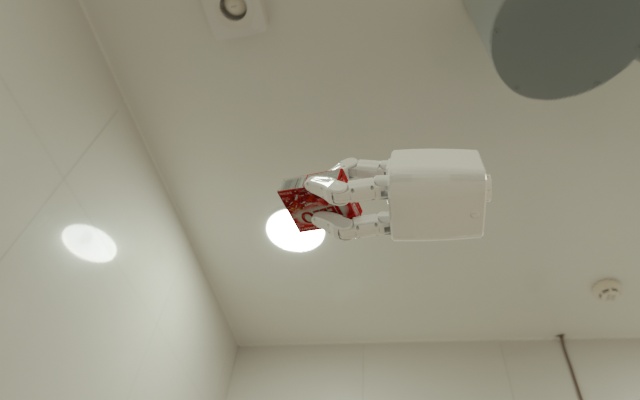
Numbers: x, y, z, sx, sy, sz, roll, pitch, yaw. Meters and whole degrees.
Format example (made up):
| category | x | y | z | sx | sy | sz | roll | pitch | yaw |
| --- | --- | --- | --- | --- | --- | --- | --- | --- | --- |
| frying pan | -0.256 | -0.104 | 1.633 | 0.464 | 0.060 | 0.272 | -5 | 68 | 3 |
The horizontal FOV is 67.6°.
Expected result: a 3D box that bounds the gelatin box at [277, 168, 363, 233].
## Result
| category | x | y | z | sx | sy | sz | roll | pitch | yaw |
| --- | --- | --- | --- | --- | --- | --- | --- | --- | --- |
| gelatin box | 0.000 | 0.002 | 0.610 | 0.089 | 0.073 | 0.030 | -9 | 37 | 24 |
